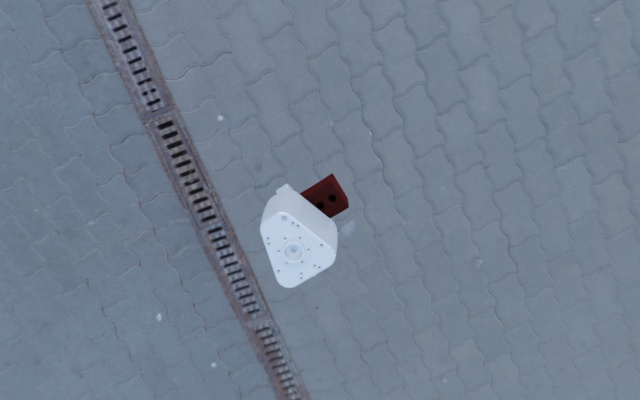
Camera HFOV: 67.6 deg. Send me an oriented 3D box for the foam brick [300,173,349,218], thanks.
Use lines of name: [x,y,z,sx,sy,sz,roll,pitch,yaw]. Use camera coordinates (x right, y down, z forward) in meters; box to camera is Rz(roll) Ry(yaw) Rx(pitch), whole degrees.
foam brick: [0.000,0.002,0.764,0.078,0.053,0.051,-32,13,9]
